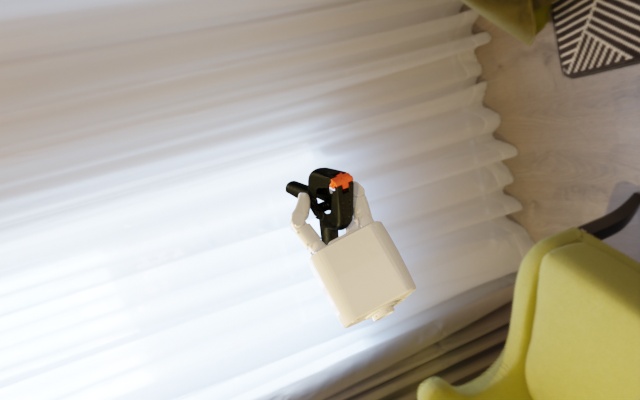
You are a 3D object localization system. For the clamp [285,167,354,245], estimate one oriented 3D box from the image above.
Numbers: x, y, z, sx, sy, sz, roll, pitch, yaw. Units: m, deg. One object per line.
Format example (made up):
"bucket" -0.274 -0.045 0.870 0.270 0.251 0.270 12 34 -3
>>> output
"clamp" 0.000 0.003 0.711 0.036 0.164 0.210 -24 -20 -21
